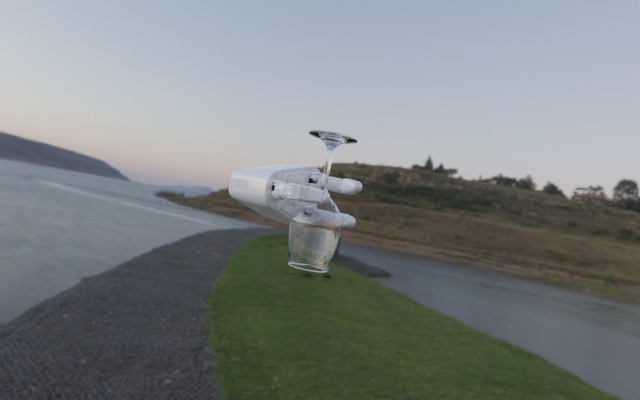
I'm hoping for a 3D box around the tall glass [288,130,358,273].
[{"bbox_3d":[0.000,0.002,0.710,0.079,0.201,0.079,11,-2,0],"label":"tall glass"}]
